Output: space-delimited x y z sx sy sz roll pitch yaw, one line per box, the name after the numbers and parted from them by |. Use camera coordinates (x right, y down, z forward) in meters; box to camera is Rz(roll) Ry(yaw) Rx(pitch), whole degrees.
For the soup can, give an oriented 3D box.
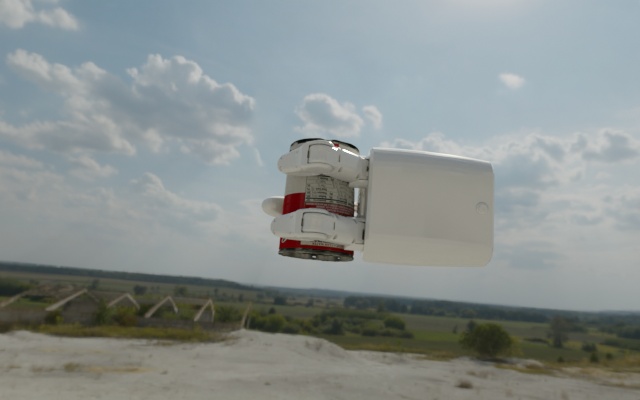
0.000 0.001 0.437 0.068 0.102 0.068 5 -11 1 | soup can
